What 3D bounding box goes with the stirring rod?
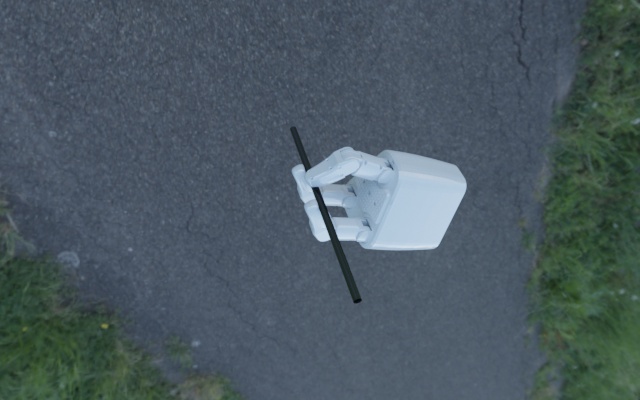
[{"bbox_3d":[0.000,0.002,0.499,0.011,0.239,0.011,-12,-40,-10],"label":"stirring rod"}]
